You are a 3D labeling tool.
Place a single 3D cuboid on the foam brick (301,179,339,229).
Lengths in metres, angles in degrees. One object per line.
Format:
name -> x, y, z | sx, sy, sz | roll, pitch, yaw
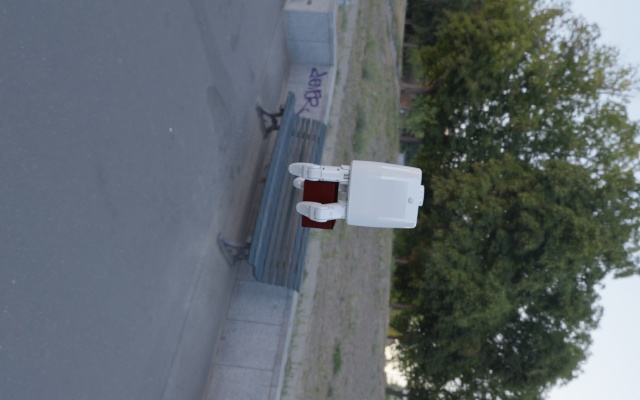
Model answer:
foam brick -> 0.000, 0.003, 0.759 | 0.051, 0.078, 0.053 | 5, 12, 5
